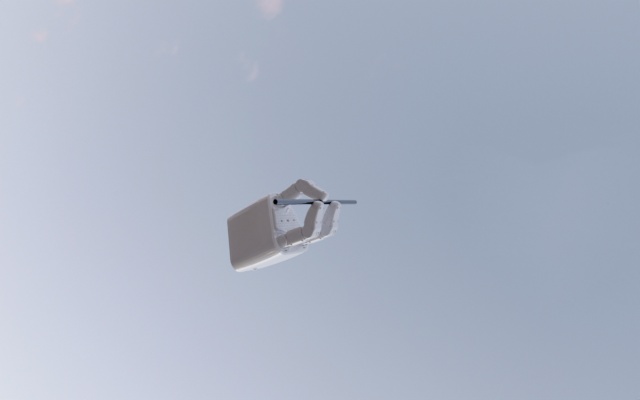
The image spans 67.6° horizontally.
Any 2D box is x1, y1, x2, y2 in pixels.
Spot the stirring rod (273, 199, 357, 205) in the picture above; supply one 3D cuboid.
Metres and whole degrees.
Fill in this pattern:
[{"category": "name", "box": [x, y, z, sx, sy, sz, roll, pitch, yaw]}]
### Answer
[{"category": "stirring rod", "box": [0.000, 0.002, 0.757, 0.011, 0.011, 0.239, 0, 0, 31]}]
